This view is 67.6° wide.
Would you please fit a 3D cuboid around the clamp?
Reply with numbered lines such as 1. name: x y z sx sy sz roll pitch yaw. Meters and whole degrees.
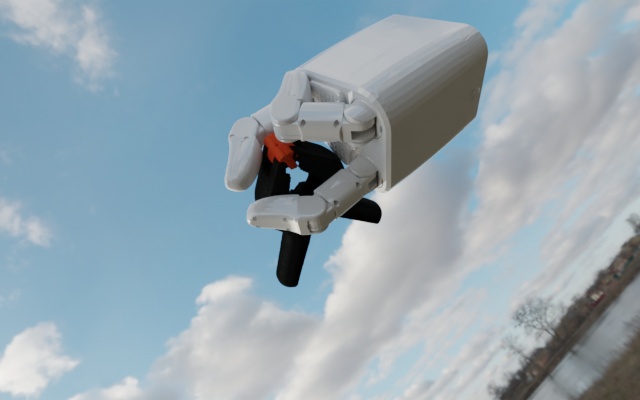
1. clamp: 0.000 0.001 0.412 0.120 0.172 0.039 -36 57 -18
